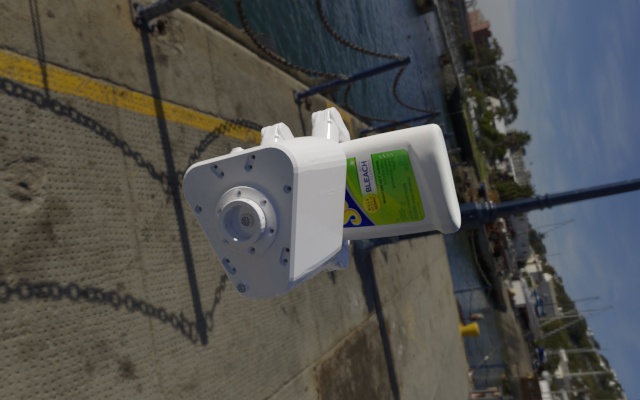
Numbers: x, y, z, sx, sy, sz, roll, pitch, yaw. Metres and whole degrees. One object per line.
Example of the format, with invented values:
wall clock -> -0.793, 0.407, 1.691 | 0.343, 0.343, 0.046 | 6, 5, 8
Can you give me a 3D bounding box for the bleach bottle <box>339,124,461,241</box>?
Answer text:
bleach bottle -> 0.000, 0.001, 0.469 | 0.251, 0.102, 0.068 | -12, 4, 20
